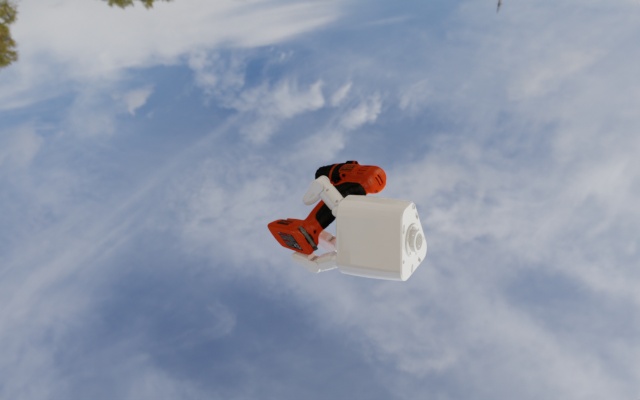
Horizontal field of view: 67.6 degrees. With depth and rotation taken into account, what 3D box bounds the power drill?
[{"bbox_3d":[0.000,0.003,0.812,0.187,0.057,0.184,-45,23,-21],"label":"power drill"}]
